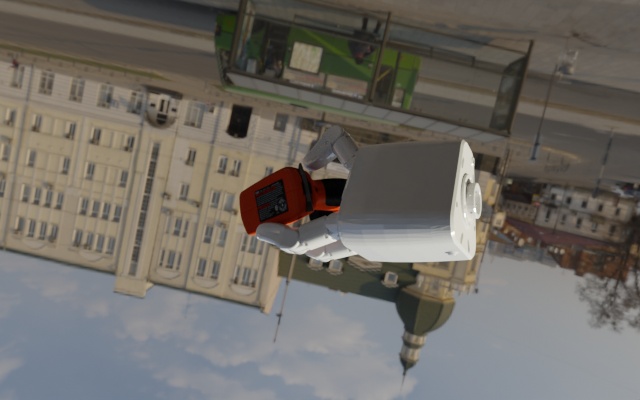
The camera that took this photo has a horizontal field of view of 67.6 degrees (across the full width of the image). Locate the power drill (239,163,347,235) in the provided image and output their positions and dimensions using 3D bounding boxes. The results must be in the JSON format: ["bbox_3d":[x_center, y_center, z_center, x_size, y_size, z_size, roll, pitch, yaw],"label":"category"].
[{"bbox_3d":[0.000,0.002,0.576,0.187,0.057,0.184,-5,-14,-43],"label":"power drill"}]
